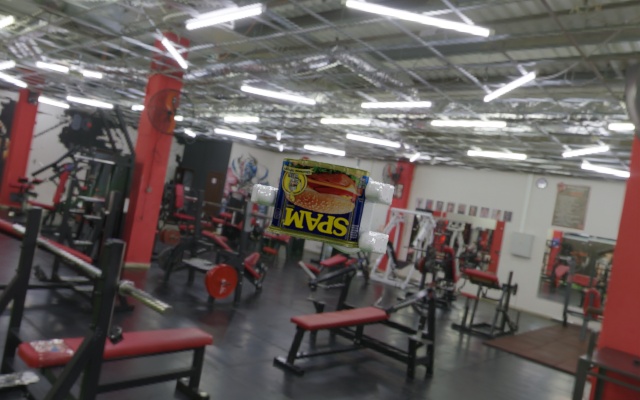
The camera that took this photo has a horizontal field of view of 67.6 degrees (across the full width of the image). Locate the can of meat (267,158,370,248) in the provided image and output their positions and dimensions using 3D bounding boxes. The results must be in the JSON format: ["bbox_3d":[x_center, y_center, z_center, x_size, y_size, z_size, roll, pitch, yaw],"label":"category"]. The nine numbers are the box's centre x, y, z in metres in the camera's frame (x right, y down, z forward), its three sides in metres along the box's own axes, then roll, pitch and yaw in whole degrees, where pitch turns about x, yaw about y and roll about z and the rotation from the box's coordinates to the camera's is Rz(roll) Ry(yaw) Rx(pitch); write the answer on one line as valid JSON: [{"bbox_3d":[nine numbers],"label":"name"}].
[{"bbox_3d":[0.000,0.001,0.527,0.102,0.084,0.057,11,-1,4],"label":"can of meat"}]
